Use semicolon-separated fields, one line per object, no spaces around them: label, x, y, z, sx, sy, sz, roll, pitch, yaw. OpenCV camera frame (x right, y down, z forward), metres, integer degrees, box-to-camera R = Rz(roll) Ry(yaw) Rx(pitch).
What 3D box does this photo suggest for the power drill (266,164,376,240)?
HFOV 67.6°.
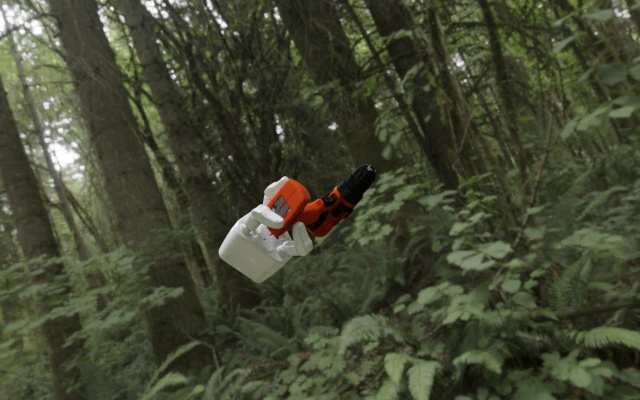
power drill;0.000;0.003;0.859;0.187;0.057;0.184;0;-44;-51
